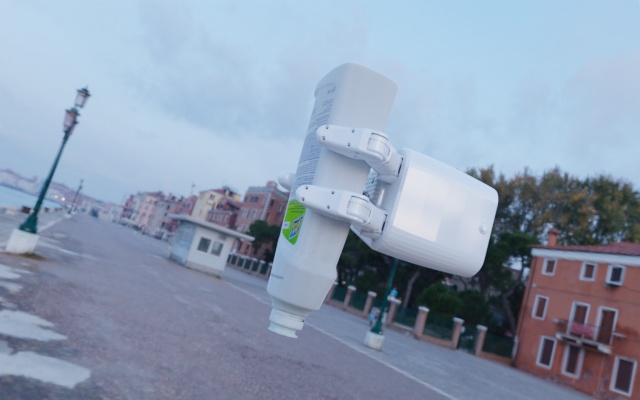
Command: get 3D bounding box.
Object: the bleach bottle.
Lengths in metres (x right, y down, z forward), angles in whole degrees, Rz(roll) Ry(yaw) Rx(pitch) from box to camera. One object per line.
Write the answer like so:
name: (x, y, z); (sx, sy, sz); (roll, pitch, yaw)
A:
bleach bottle: (0.000, 0.001, 0.456); (0.068, 0.250, 0.102); (20, -10, -16)
